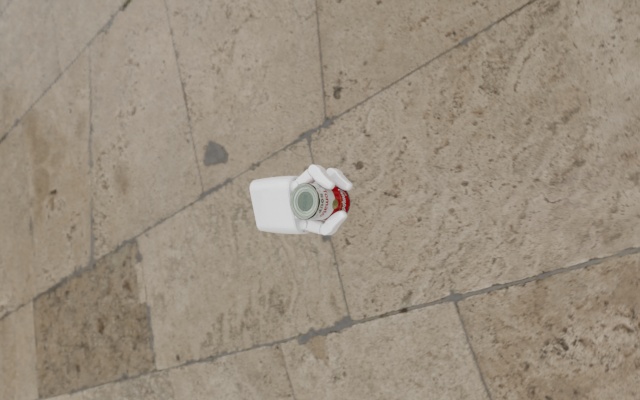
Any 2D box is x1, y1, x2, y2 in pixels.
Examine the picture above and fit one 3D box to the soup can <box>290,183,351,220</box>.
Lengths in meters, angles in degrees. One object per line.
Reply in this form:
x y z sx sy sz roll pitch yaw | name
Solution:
0.000 0.003 0.884 0.068 0.068 0.102 0 -2 36 | soup can
